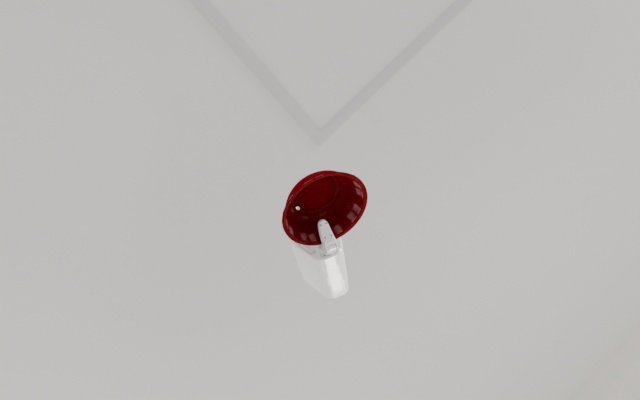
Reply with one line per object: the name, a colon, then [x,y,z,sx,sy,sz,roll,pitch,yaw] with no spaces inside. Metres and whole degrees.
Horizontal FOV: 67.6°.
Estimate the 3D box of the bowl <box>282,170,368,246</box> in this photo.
bowl: [0.000,0.001,0.850,0.162,0.162,0.055,0,37,-28]
